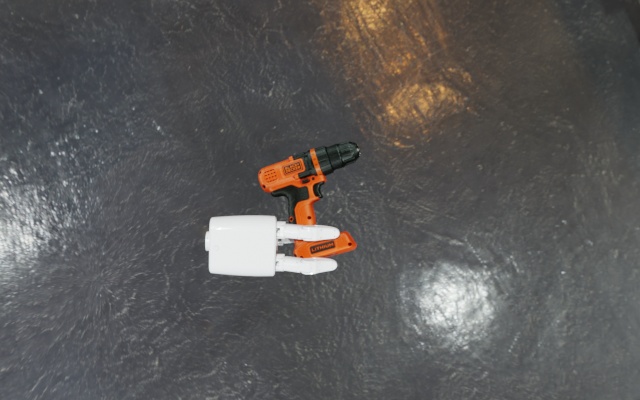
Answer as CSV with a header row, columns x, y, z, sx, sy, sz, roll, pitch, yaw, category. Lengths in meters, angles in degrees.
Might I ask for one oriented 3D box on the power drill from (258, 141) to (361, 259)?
x,y,z,sx,sy,sz,roll,pitch,yaw,category
0.000,0.003,0.822,0.184,0.187,0.057,-18,-12,8,power drill
